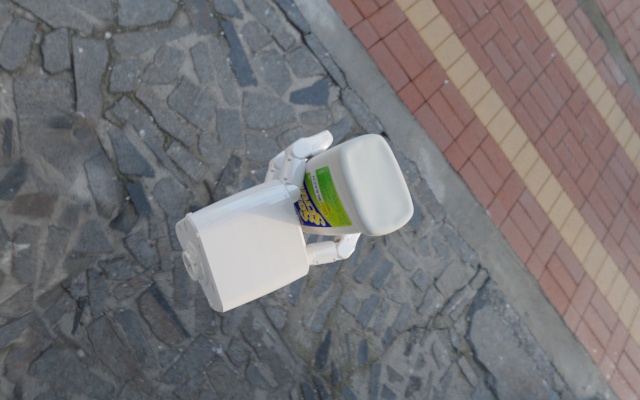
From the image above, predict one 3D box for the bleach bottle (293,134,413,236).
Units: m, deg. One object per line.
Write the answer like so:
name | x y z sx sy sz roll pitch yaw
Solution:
bleach bottle | 0.000 0.002 0.570 0.068 0.102 0.251 -21 0 -28
